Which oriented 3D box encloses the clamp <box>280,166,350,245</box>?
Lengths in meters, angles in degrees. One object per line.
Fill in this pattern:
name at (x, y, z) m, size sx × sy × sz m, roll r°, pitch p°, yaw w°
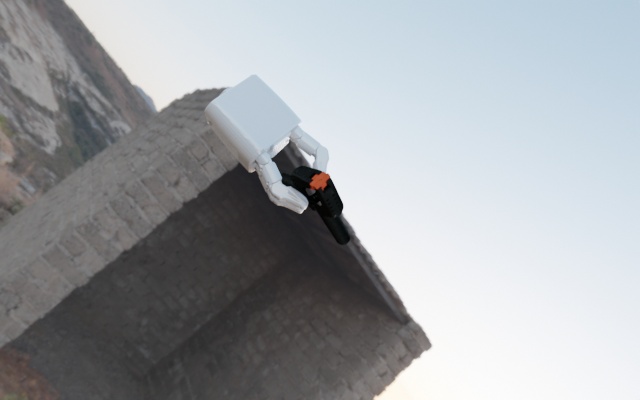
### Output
clamp at (0.001, 0.002, 0.736) m, size 0.036 × 0.164 × 0.210 m, roll -46°, pitch 1°, yaw -12°
